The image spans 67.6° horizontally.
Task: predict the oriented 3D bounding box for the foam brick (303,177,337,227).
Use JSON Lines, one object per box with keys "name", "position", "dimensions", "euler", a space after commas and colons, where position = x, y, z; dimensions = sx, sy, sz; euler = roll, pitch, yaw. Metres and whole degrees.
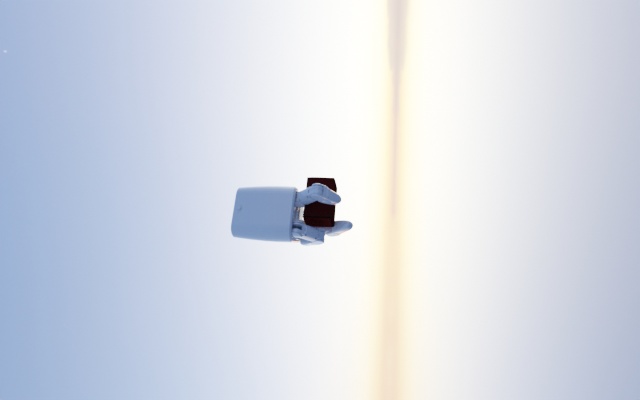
{"name": "foam brick", "position": [0.000, 0.003, 0.847], "dimensions": [0.051, 0.078, 0.053], "euler": [2, -22, 8]}
